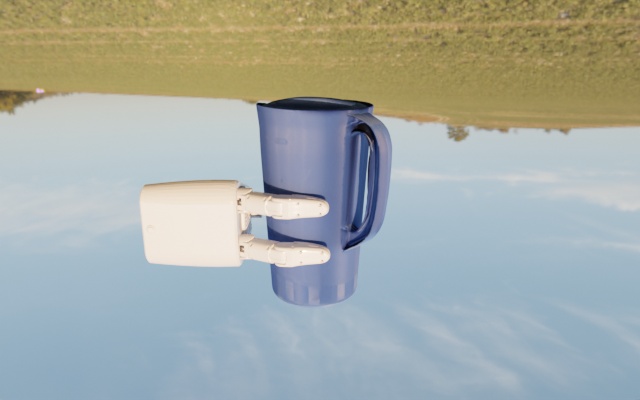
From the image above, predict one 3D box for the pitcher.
[{"bbox_3d":[0.000,0.002,0.566,0.145,0.243,0.149,0,17,-1],"label":"pitcher"}]
